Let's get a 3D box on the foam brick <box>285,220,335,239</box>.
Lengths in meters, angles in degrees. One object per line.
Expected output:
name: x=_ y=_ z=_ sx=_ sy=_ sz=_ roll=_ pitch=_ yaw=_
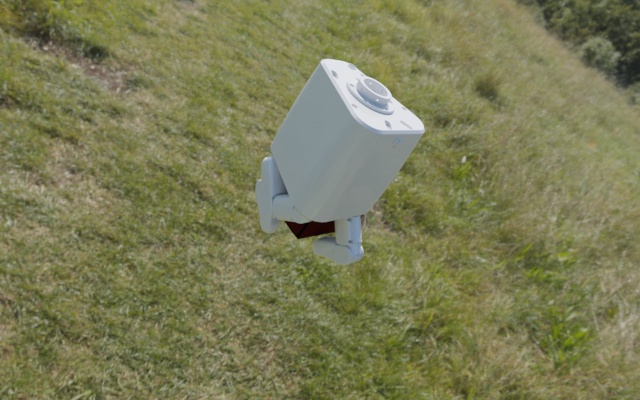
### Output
foam brick: x=0.000 y=0.002 z=0.517 sx=0.078 sy=0.053 sz=0.051 roll=-9 pitch=-37 yaw=-46
